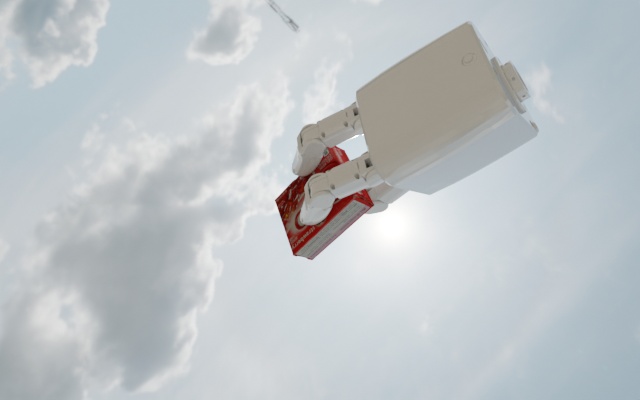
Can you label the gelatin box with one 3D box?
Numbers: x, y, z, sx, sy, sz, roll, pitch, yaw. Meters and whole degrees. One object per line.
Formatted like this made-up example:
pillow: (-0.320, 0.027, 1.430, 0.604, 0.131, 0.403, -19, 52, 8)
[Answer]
gelatin box: (0.000, 0.002, 0.459, 0.030, 0.073, 0.089, 22, -56, -41)
